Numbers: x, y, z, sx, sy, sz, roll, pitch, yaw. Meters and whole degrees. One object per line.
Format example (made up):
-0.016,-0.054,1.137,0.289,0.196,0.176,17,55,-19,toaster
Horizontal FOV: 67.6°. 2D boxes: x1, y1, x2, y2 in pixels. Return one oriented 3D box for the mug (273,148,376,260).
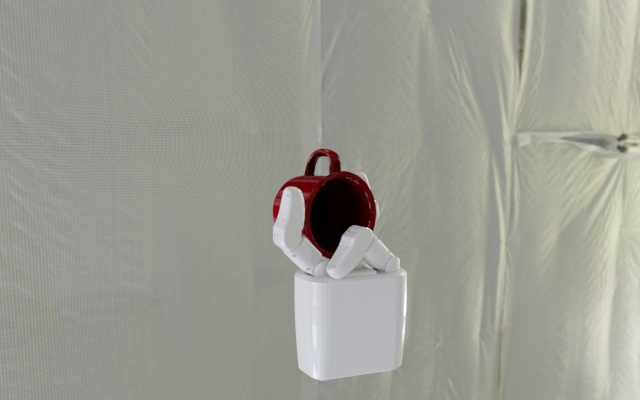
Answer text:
0.000,0.000,0.525,0.093,0.117,0.081,-4,6,-35,mug
